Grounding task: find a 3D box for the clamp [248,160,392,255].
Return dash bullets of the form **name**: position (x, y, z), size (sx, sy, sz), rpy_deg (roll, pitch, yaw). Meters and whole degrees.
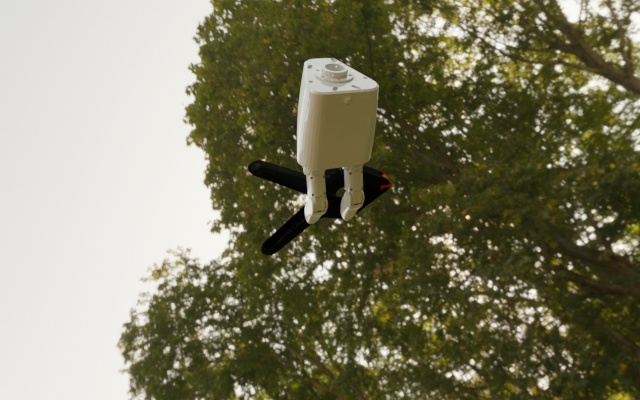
- **clamp**: position (0.000, 0.001, 0.688), size (0.210, 0.165, 0.036), rpy_deg (-9, 41, -18)
